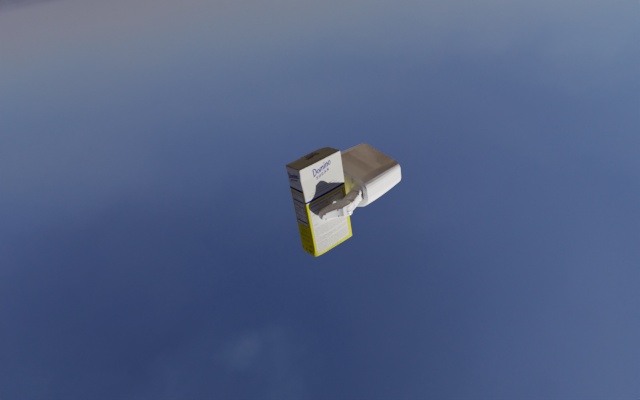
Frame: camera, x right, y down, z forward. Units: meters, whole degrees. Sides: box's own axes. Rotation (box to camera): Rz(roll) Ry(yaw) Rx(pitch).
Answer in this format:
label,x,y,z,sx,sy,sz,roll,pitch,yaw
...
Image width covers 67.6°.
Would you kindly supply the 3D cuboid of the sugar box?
label,x,y,z,sx,sy,sz,roll,pitch,yaw
sugar box,0.000,0.003,0.842,0.093,0.176,0.048,-28,32,-31
